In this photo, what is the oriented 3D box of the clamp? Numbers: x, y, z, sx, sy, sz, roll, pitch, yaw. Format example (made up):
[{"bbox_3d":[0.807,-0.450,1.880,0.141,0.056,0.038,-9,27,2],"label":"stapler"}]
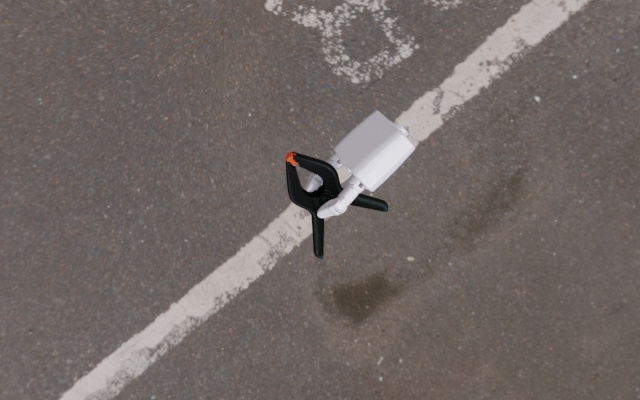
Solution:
[{"bbox_3d":[0.000,0.003,0.853,0.210,0.164,0.036,42,10,-24],"label":"clamp"}]
